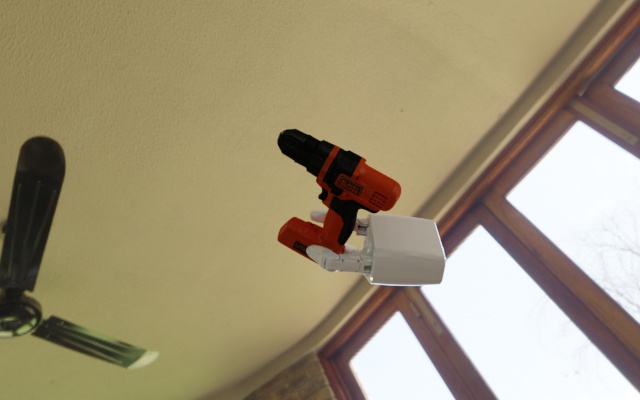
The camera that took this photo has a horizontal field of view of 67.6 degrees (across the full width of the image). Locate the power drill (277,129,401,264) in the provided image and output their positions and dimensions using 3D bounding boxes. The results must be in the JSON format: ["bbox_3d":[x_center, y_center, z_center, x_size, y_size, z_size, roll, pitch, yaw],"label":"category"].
[{"bbox_3d":[0.000,0.003,0.694,0.184,0.188,0.057,30,41,3],"label":"power drill"}]
